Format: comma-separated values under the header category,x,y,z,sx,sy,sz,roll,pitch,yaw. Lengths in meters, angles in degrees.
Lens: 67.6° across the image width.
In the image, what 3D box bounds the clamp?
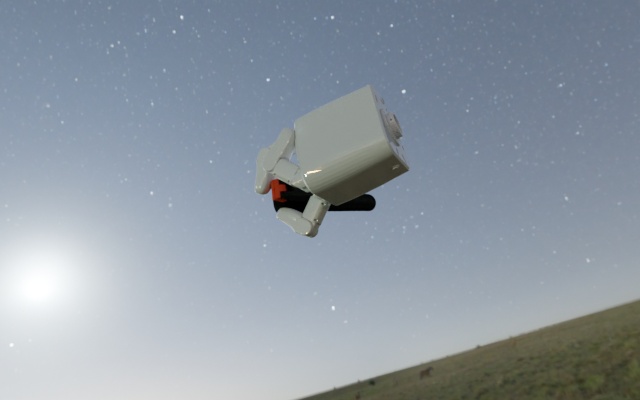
category,x,y,z,sx,sy,sz,roll,pitch,yaw
clamp,0.000,0.002,0.662,0.120,0.039,0.171,-25,-23,19
